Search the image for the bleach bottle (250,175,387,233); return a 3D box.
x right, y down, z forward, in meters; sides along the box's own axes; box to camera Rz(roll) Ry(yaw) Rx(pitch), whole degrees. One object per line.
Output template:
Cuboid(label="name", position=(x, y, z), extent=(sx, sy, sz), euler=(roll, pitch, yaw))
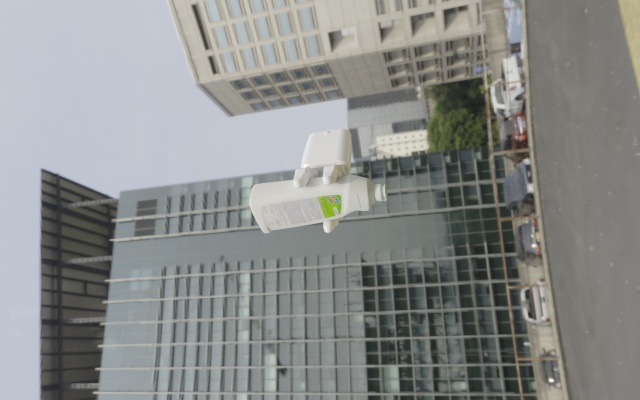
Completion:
Cuboid(label="bleach bottle", position=(0.000, 0.003, 0.898), extent=(0.251, 0.068, 0.103), euler=(-6, -44, 15))
